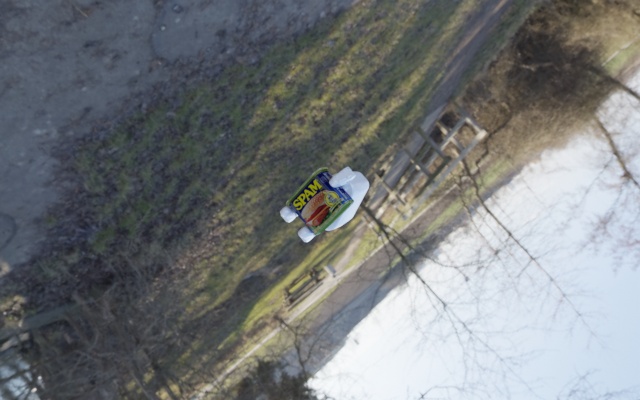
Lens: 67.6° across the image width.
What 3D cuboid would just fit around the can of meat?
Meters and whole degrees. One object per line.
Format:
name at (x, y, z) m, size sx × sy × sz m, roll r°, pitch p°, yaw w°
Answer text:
can of meat at (0.000, 0.003, 0.892) m, size 0.102 × 0.084 × 0.057 m, roll -46°, pitch -12°, yaw 22°
